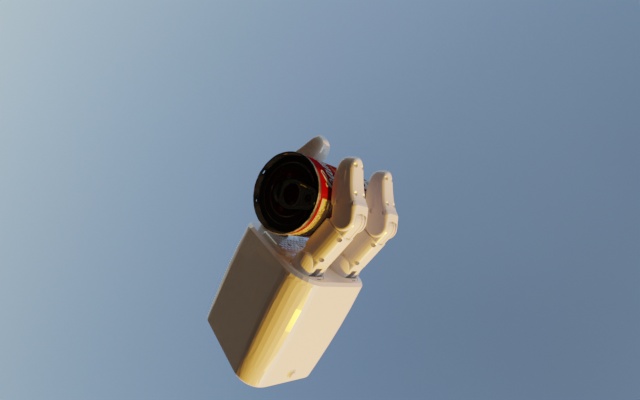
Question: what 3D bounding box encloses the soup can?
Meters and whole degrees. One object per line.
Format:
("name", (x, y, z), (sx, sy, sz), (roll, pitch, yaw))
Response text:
("soup can", (0.000, 0.001, 0.422), (0.068, 0.068, 0.102), (0, -9, 35))
